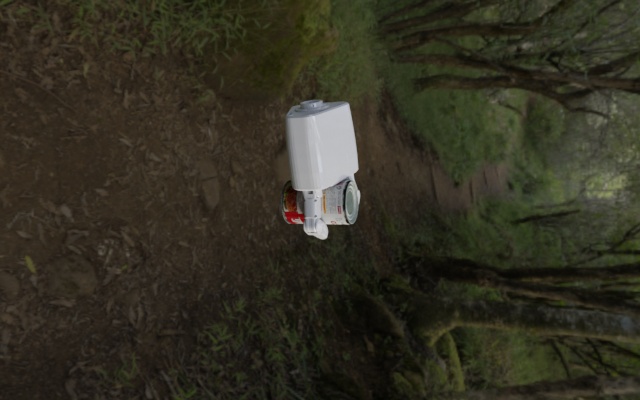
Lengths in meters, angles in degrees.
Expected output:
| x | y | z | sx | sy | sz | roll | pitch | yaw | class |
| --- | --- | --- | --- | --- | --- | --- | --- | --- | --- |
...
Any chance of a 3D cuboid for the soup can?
| x | y | z | sx | sy | sz | roll | pitch | yaw | class |
| --- | --- | --- | --- | --- | --- | --- | --- | --- | --- |
| 0.000 | 0.003 | 0.727 | 0.102 | 0.068 | 0.068 | 0 | 0 | 21 | soup can |
